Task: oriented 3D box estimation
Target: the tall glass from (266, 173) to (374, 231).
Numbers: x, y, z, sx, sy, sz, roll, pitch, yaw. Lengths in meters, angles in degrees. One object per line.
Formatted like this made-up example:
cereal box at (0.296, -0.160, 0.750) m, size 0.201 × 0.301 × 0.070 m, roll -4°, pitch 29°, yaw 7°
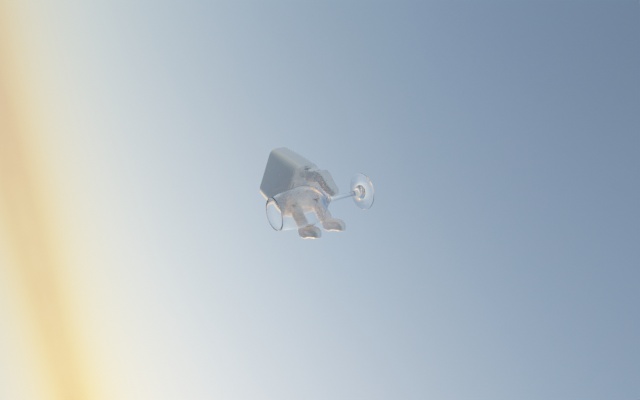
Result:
tall glass at (0.001, 0.003, 0.894) m, size 0.201 × 0.079 × 0.079 m, roll -15°, pitch 8°, yaw -31°
